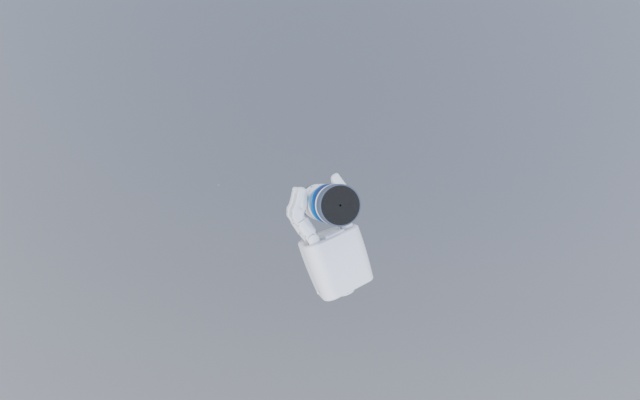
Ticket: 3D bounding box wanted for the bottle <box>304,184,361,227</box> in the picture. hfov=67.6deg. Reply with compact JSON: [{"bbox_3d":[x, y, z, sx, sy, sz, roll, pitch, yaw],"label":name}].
[{"bbox_3d":[0.000,0.003,0.876,0.069,0.069,0.295,0,2,-12],"label":"bottle"}]
